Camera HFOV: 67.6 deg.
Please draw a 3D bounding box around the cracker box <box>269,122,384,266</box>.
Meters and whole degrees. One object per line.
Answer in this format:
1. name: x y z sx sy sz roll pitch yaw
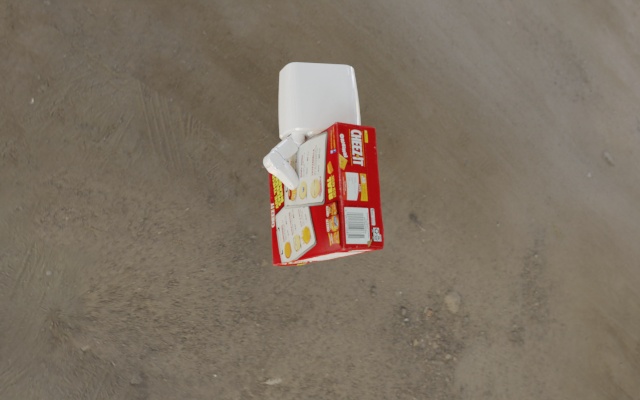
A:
1. cracker box: 0.000 0.002 0.683 0.072 0.164 0.214 3 -13 -29
